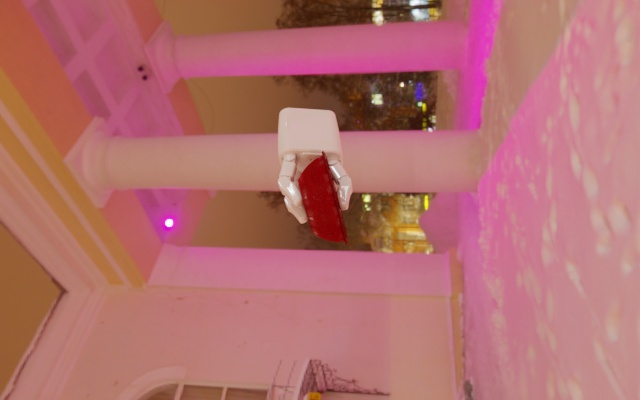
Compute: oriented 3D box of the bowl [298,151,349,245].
[{"bbox_3d":[0.000,0.004,0.791,0.055,0.162,0.162,-15,0,-1],"label":"bowl"}]
